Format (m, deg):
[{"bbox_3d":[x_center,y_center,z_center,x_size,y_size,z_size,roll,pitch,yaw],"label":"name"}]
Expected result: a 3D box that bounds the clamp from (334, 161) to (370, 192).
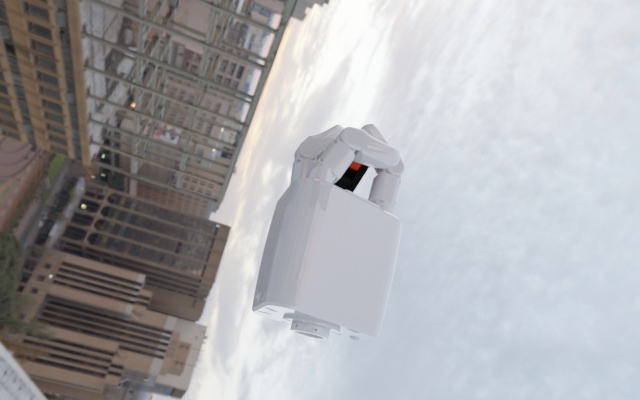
[{"bbox_3d":[0.001,0.002,0.505,0.039,0.120,0.171,18,-22,-12],"label":"clamp"}]
